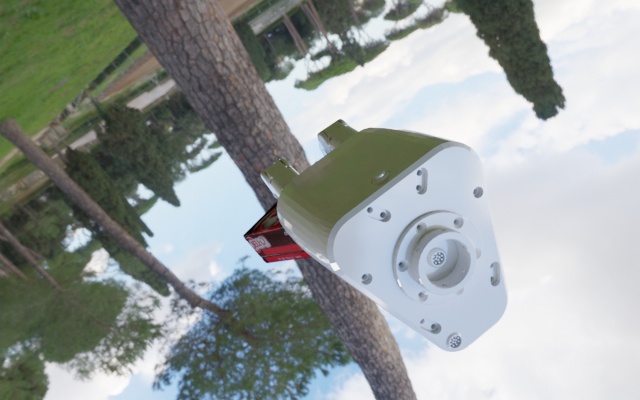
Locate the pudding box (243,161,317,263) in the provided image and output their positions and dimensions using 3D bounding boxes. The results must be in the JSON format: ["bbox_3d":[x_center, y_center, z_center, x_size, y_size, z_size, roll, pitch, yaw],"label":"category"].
[{"bbox_3d":[0.000,0.001,0.400,0.090,0.039,0.113,-15,25,52],"label":"pudding box"}]
